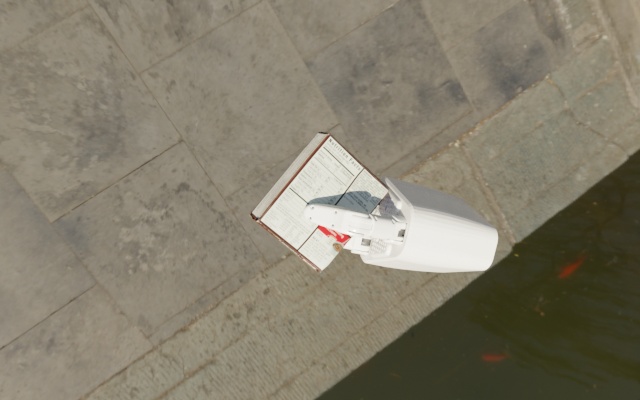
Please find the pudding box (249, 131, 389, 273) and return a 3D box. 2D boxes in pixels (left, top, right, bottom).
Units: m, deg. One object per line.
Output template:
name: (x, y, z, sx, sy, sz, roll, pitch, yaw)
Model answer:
pudding box: (0.000, 0.002, 0.478, 0.090, 0.113, 0.039, 41, -7, -19)
